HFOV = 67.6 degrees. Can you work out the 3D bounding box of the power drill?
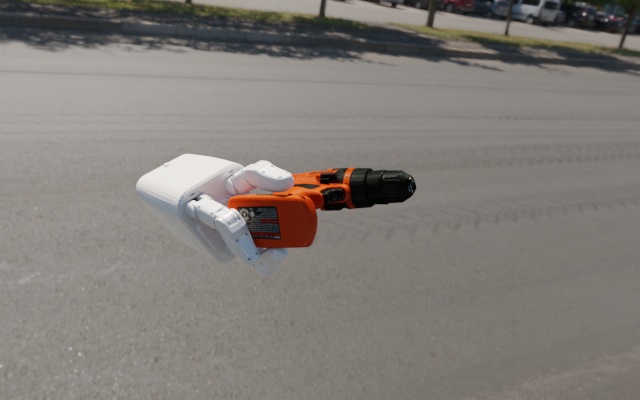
[{"bbox_3d":[0.000,0.002,0.552,0.184,0.057,0.187,-4,10,29],"label":"power drill"}]
